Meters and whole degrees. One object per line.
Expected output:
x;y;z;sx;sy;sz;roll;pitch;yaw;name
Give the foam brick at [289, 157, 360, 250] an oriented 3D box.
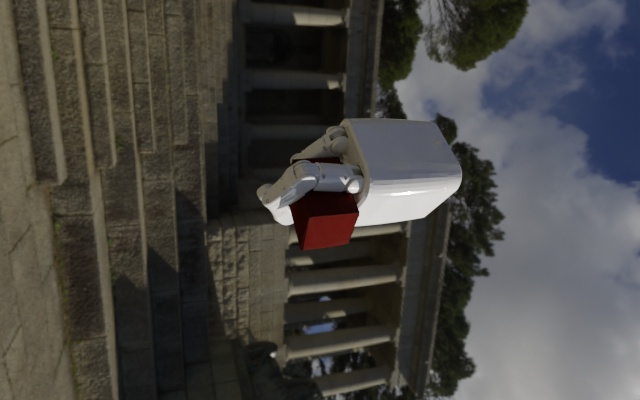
0.000;0.002;0.475;0.051;0.078;0.053;-3;-40;-17;foam brick
